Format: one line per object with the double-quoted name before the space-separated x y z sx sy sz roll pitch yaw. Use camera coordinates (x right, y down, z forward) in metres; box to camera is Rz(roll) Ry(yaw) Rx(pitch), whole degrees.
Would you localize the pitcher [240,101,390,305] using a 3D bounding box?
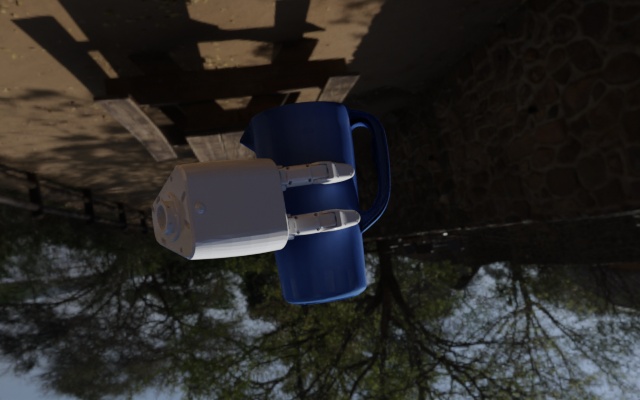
"pitcher" 0.000 0.002 0.612 0.145 0.243 0.149 -5 -6 -40
